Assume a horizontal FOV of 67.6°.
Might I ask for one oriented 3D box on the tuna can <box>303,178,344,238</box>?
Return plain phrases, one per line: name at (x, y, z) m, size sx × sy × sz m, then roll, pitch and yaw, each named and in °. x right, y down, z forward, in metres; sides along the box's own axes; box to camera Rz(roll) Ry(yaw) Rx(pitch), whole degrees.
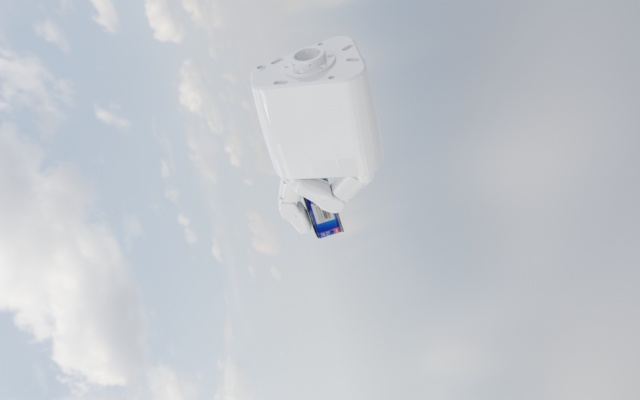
tuna can at (0.000, 0.002, 0.578) m, size 0.034 × 0.086 × 0.086 m, roll -18°, pitch -1°, yaw 1°
